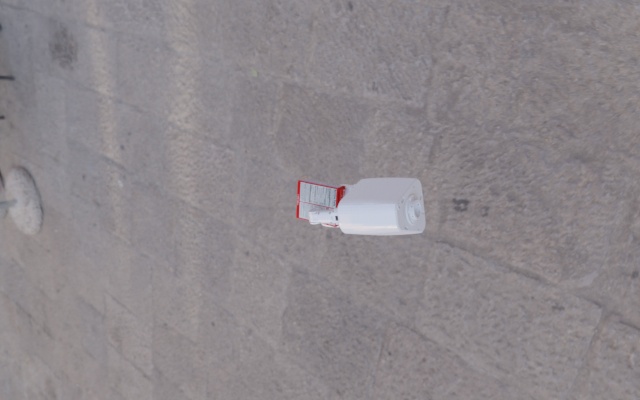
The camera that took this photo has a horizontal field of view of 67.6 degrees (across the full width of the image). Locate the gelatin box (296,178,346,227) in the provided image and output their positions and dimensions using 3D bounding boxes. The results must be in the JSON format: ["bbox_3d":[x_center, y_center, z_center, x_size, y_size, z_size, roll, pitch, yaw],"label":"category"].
[{"bbox_3d":[0.000,0.003,0.870,0.089,0.073,0.030,12,18,28],"label":"gelatin box"}]
